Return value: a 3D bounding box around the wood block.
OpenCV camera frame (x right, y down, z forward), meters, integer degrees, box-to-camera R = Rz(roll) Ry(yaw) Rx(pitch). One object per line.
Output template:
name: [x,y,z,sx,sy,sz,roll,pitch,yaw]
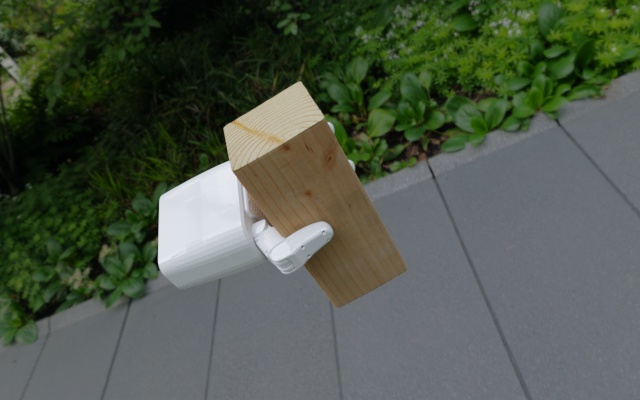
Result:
wood block: [0.000,0.002,0.481,0.090,0.206,0.090,-30,36,4]
